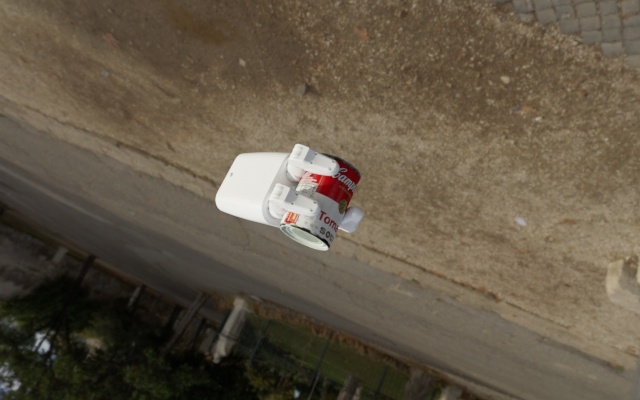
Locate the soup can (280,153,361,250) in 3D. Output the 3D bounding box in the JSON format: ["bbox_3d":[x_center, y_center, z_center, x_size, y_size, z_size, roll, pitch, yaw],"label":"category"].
[{"bbox_3d":[0.000,0.002,0.591,0.068,0.102,0.068,22,-18,8],"label":"soup can"}]
